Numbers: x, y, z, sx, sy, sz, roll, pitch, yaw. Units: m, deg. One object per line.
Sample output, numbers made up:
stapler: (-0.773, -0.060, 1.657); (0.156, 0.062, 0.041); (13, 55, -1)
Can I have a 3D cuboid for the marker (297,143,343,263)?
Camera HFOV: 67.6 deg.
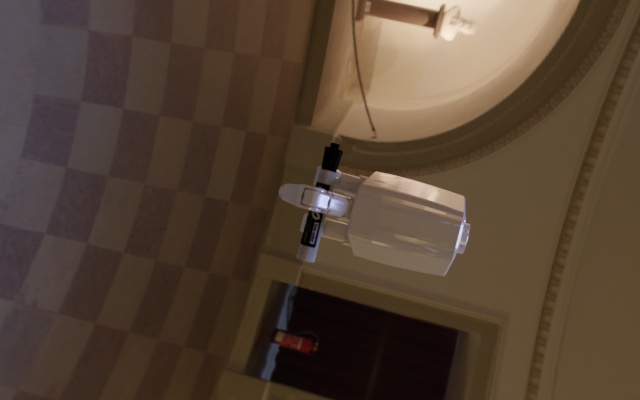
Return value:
marker: (0.000, 0.002, 0.479); (0.020, 0.121, 0.020); (15, 0, 0)
